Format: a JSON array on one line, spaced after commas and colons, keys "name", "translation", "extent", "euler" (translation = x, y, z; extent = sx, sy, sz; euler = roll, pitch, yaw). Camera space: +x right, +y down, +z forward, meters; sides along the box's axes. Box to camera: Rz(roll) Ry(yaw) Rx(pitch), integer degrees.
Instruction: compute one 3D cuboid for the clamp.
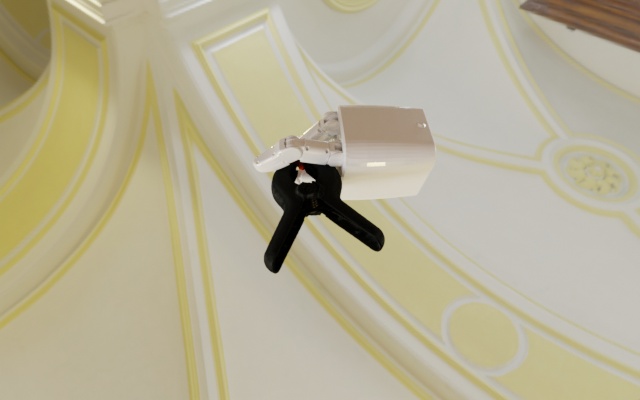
[{"name": "clamp", "translation": [0.000, 0.002, 0.516], "extent": [0.120, 0.171, 0.039], "euler": [-1, -42, -5]}]
